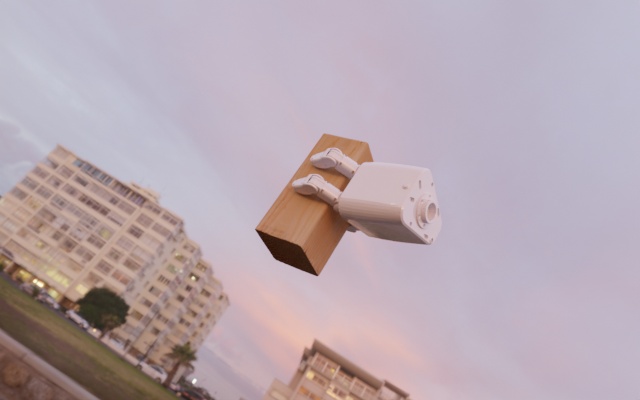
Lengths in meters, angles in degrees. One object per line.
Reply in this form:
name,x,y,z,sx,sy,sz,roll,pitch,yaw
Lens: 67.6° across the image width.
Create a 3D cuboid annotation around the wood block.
wood block,0.001,0.003,0.759,0.090,0.206,0.091,17,-31,32
